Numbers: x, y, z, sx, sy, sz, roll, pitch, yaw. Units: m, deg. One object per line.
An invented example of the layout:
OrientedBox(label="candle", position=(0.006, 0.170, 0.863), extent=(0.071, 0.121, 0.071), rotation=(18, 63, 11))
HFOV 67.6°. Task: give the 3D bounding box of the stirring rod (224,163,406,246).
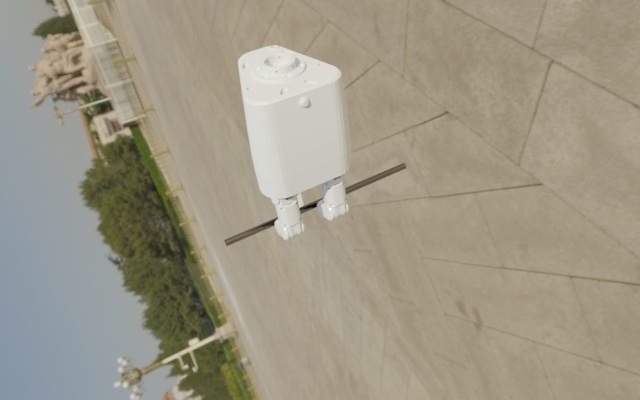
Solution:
OrientedBox(label="stirring rod", position=(0.000, 0.002, 0.566), extent=(0.239, 0.011, 0.011), rotation=(-23, 7, -17))
